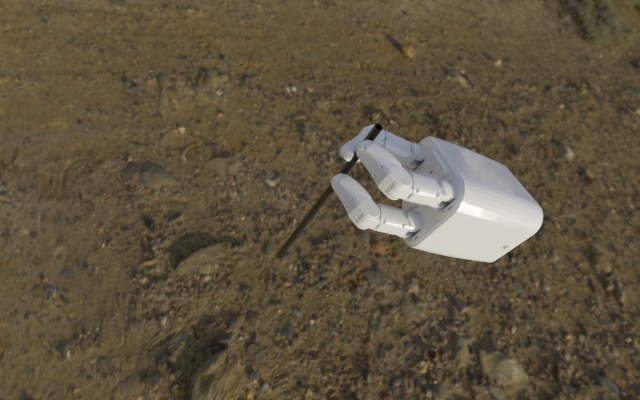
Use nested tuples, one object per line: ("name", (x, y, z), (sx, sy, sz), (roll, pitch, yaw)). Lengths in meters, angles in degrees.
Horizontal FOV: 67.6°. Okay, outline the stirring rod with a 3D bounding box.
("stirring rod", (0.000, 0.002, 0.512), (0.011, 0.011, 0.240), (0, -34, -32))
